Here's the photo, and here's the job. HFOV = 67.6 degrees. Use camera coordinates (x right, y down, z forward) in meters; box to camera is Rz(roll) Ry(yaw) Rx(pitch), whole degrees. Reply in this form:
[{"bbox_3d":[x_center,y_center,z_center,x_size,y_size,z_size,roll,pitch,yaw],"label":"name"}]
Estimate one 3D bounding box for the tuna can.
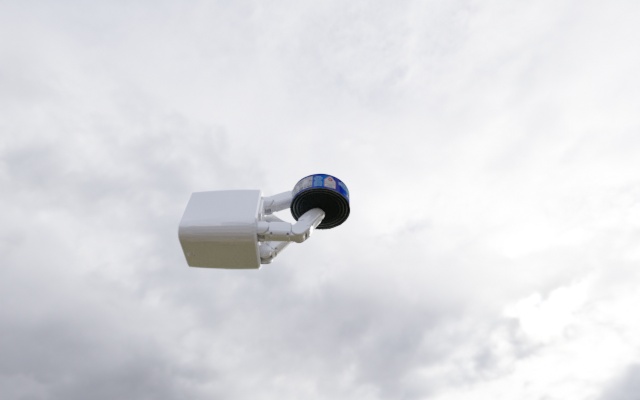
[{"bbox_3d":[0.000,0.002,0.684,0.086,0.033,0.086,1,-44,1],"label":"tuna can"}]
